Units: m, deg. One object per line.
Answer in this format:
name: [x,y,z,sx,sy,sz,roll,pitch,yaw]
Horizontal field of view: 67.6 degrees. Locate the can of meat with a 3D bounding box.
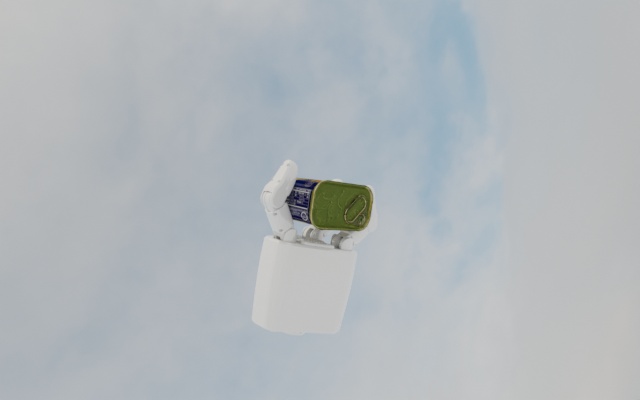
can of meat: [0.000,0.002,0.591,0.102,0.057,0.084,5,4,-44]
